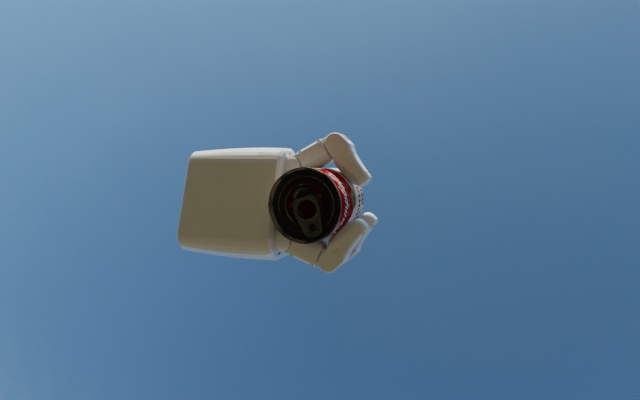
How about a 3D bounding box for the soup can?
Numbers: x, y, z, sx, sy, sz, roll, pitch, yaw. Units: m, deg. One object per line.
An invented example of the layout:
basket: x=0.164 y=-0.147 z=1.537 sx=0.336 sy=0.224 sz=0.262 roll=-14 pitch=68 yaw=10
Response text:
soup can: x=0.001 y=0.001 z=0.466 sx=0.068 sy=0.068 sz=0.102 roll=0 pitch=4 yaw=17
